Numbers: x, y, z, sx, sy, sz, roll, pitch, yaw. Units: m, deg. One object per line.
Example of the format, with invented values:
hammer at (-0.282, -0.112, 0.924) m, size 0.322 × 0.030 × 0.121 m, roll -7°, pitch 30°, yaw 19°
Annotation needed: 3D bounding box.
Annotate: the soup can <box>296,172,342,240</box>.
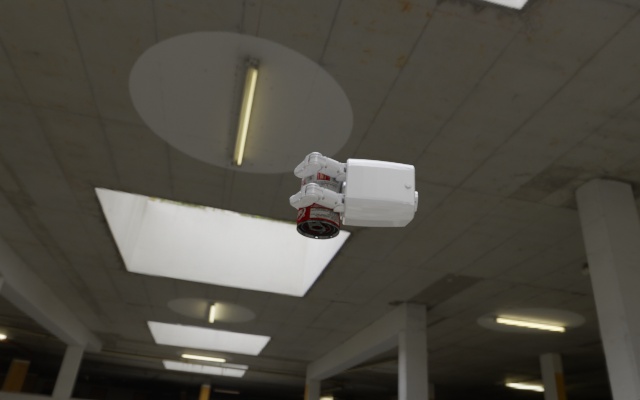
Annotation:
soup can at (0.000, 0.002, 0.761) m, size 0.068 × 0.102 × 0.068 m, roll 4°, pitch -27°, yaw 2°
